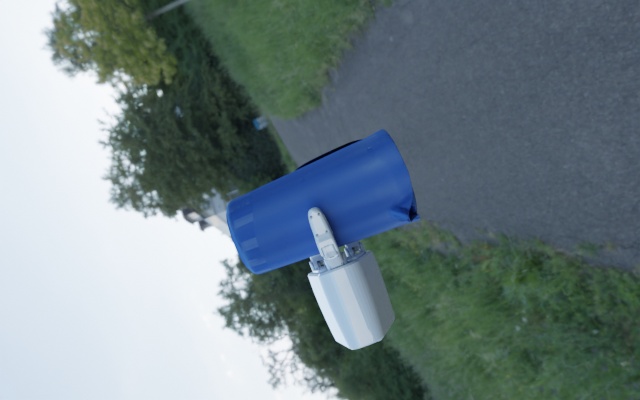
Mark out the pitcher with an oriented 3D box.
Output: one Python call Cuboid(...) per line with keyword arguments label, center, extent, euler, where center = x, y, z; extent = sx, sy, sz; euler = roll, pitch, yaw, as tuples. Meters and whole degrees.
Cuboid(label="pitcher", center=(0.000, 0.002, 0.657), extent=(0.243, 0.145, 0.149), euler=(-22, -4, 1))
